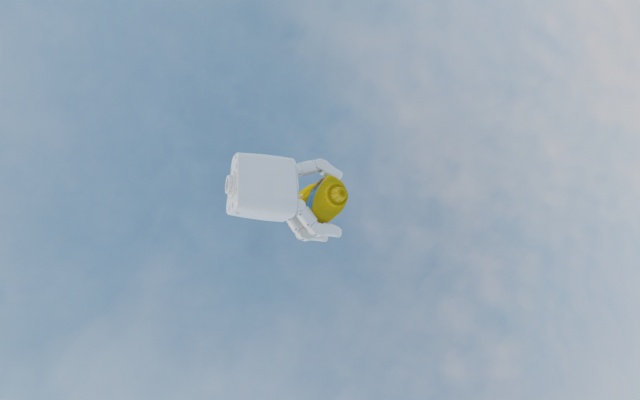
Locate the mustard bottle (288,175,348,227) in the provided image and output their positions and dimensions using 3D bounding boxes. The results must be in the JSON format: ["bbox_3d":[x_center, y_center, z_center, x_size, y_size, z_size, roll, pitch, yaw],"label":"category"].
[{"bbox_3d":[0.000,0.003,0.883,0.058,0.096,0.192,31,-20,-15],"label":"mustard bottle"}]
